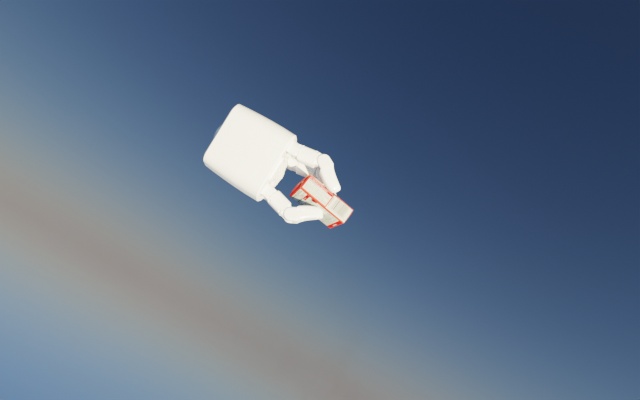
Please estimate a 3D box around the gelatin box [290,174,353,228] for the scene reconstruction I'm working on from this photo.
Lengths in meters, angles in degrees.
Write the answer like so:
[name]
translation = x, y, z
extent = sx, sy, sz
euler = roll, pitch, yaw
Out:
[gelatin box]
translation = 0.000, 0.003, 0.748
extent = 0.089, 0.030, 0.073
euler = 40, -17, -6
